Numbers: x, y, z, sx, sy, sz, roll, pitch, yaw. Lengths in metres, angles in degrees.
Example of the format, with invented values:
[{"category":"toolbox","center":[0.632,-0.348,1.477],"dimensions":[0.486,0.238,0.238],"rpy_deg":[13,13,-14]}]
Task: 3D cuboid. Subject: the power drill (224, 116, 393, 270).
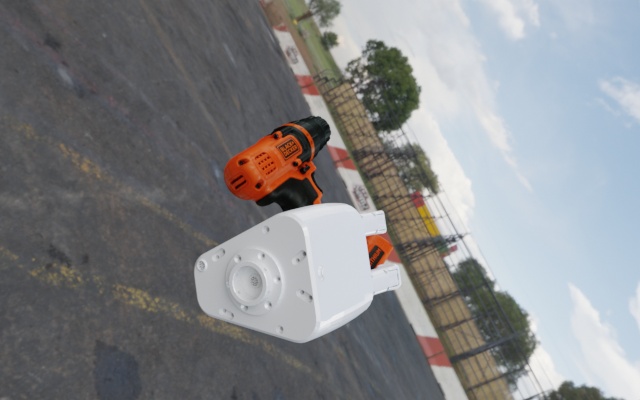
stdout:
[{"category":"power drill","center":[0.000,0.002,0.524],"dimensions":[0.057,0.187,0.184],"rpy_deg":[-33,6,37]}]
